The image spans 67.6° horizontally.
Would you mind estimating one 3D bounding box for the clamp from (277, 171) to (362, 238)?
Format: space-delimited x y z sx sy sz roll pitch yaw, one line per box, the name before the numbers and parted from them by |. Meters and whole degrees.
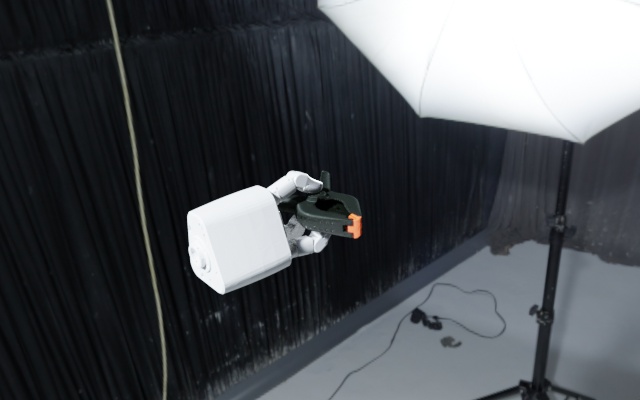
clamp | 0.000 0.002 0.711 0.164 0.036 0.210 -21 28 -35
